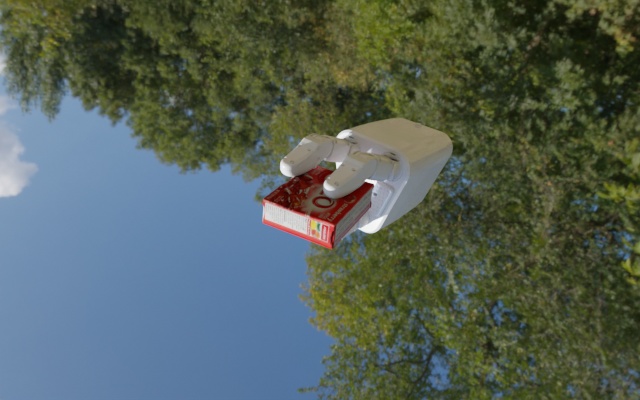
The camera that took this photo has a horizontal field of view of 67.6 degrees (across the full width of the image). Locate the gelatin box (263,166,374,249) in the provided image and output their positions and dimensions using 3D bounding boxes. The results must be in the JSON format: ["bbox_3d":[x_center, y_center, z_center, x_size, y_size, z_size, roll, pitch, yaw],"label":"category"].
[{"bbox_3d":[0.000,0.002,0.448,0.073,0.030,0.089,19,34,22],"label":"gelatin box"}]
